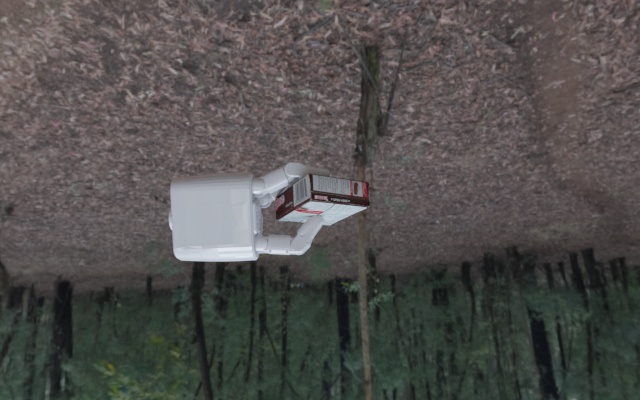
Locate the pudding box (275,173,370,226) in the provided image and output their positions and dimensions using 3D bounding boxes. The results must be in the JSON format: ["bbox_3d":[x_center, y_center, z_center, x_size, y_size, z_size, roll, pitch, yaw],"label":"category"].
[{"bbox_3d":[0.000,0.002,0.646,0.090,0.039,0.113,6,-17,-27],"label":"pudding box"}]
